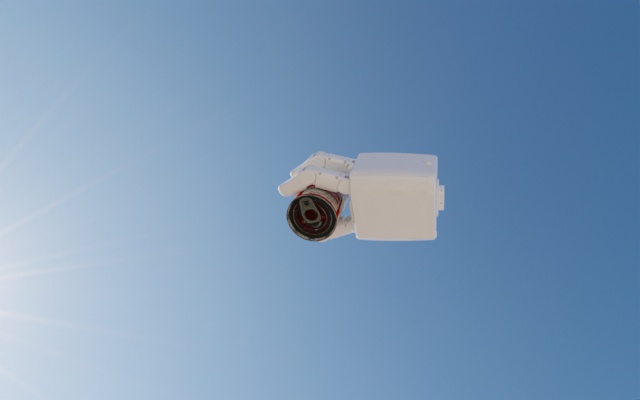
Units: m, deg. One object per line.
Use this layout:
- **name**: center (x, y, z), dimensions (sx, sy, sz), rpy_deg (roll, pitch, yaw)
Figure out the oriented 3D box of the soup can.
- **soup can**: center (0.000, 0.002, 0.661), dimensions (0.068, 0.068, 0.102), rpy_deg (0, 25, 15)
